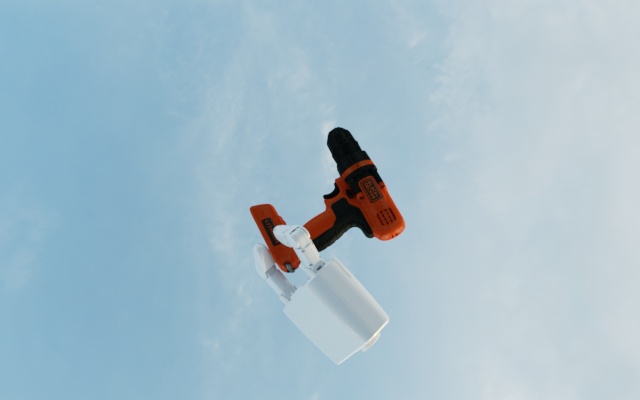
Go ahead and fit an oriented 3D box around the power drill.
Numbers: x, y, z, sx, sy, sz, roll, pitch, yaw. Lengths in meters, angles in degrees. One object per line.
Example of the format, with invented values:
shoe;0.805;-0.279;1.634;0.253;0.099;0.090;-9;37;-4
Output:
power drill;0.000;0.003;0.670;0.187;0.184;0.057;-27;-22;-2
